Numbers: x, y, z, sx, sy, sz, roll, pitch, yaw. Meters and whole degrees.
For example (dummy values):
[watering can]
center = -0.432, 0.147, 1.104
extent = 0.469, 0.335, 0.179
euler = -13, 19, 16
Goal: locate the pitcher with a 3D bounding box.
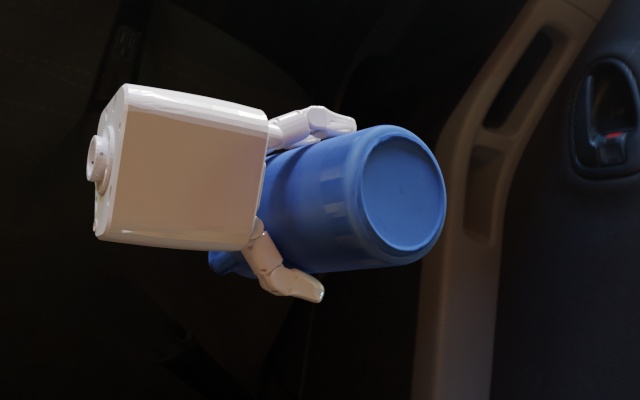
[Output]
[pitcher]
center = 0.000, 0.002, 0.458
extent = 0.145, 0.149, 0.243
euler = 9, -12, -34
